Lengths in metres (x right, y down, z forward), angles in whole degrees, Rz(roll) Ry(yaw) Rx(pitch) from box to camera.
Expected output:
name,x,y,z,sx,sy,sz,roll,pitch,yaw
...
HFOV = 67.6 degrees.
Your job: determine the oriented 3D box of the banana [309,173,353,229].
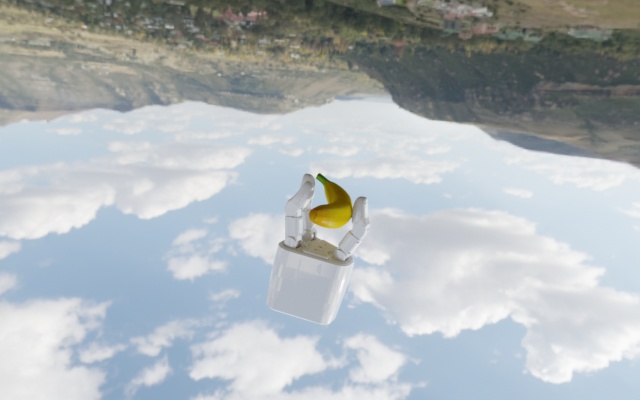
name,x,y,z,sx,sy,sz,roll,pitch,yaw
banana,0.017,0.009,0.709,0.069,0.037,0.197,24,16,-6
